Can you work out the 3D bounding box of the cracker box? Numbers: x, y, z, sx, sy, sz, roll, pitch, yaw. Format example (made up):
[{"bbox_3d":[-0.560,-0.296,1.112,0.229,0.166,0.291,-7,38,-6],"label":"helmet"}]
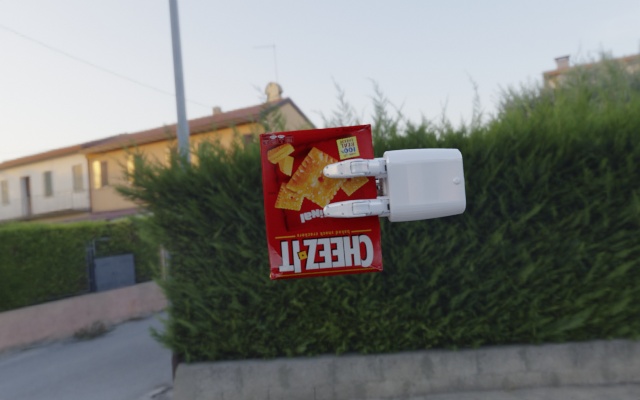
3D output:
[{"bbox_3d":[0.000,0.002,0.703,0.164,0.213,0.072,-5,-1,-1],"label":"cracker box"}]
